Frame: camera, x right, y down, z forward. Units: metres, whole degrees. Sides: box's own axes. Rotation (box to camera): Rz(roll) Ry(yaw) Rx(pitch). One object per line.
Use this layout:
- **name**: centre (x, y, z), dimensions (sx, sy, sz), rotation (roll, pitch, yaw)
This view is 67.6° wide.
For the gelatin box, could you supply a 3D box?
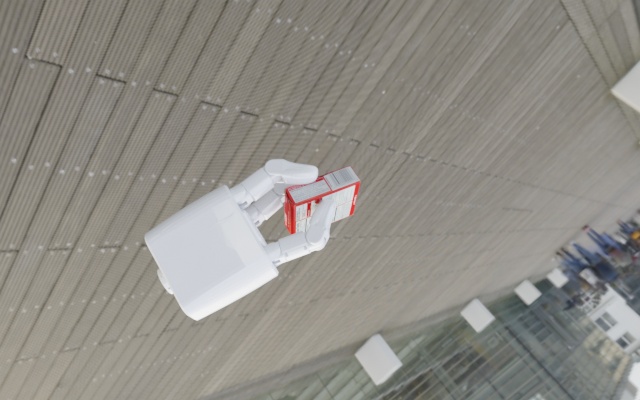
- **gelatin box**: centre (0.001, 0.002, 0.577), dimensions (0.089, 0.030, 0.073), rotation (-20, -31, -17)
